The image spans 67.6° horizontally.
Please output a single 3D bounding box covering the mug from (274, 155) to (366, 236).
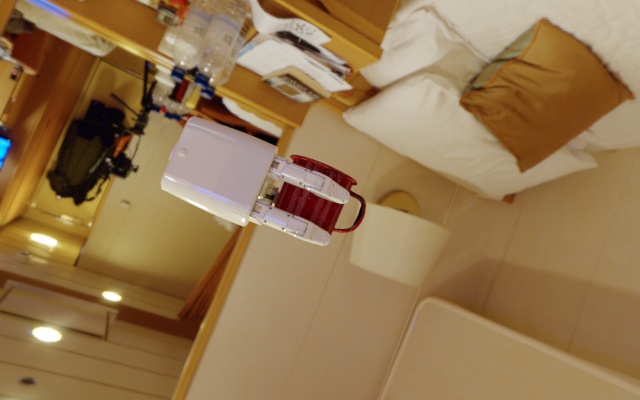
[{"bbox_3d":[0.001,0.003,0.609,0.117,0.081,0.093,23,-5,-1],"label":"mug"}]
